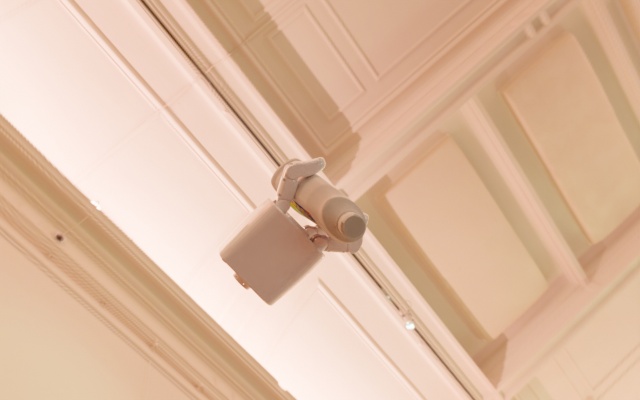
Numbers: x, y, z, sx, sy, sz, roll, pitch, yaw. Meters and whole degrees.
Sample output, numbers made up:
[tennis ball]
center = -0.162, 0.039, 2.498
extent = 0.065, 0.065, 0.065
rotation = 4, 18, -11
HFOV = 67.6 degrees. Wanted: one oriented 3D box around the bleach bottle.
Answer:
[bleach bottle]
center = 0.000, 0.002, 0.686
extent = 0.102, 0.068, 0.250
rotation = 47, -4, -19
